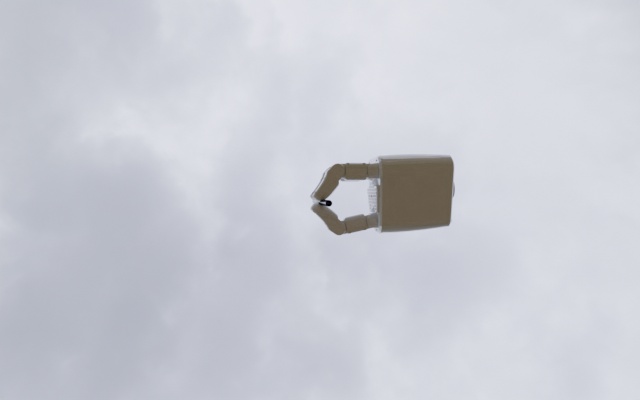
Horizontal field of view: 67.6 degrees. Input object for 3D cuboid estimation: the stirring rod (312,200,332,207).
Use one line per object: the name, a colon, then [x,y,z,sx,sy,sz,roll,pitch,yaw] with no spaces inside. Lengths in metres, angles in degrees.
stirring rod: [0.000,0.002,0.687,0.011,0.011,0.239,0,1,-5]
